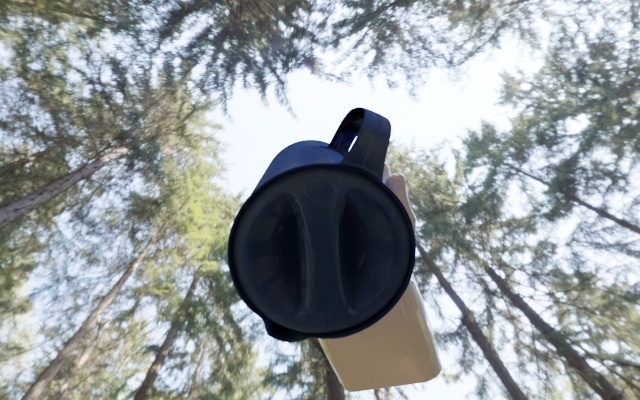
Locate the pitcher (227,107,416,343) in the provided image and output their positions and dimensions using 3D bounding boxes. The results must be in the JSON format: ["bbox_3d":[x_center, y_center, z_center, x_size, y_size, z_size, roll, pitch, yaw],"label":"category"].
[{"bbox_3d":[0.000,0.002,0.444,0.149,0.145,0.242,-23,15,3],"label":"pitcher"}]
